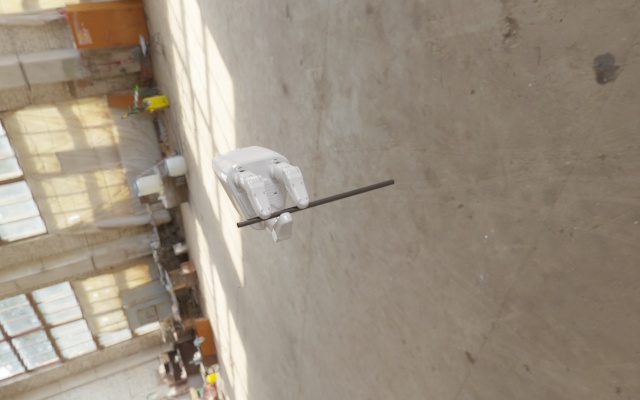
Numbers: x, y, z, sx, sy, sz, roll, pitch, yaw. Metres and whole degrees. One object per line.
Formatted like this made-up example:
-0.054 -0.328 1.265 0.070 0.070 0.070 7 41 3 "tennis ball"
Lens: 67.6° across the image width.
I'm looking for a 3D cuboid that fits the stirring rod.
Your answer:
0.000 0.002 0.660 0.239 0.011 0.011 -16 6 -23 "stirring rod"
